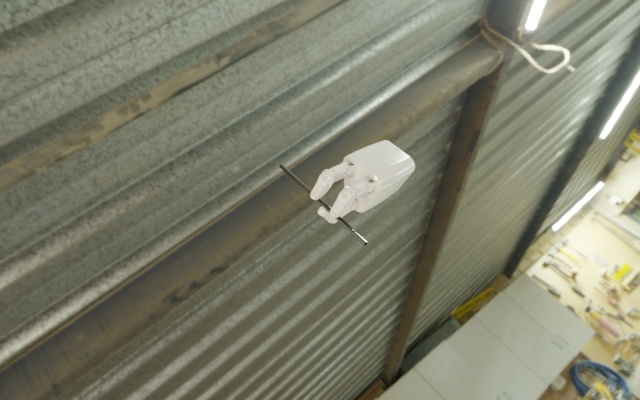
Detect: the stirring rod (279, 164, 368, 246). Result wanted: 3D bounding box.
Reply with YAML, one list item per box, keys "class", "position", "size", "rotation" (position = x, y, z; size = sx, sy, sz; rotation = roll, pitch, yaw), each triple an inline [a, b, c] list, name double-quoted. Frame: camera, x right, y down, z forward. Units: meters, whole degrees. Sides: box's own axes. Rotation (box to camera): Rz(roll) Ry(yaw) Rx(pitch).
- class: "stirring rod"
  position: [0.000, 0.003, 0.873]
  size: [0.239, 0.011, 0.011]
  rotation: [43, 24, 29]
